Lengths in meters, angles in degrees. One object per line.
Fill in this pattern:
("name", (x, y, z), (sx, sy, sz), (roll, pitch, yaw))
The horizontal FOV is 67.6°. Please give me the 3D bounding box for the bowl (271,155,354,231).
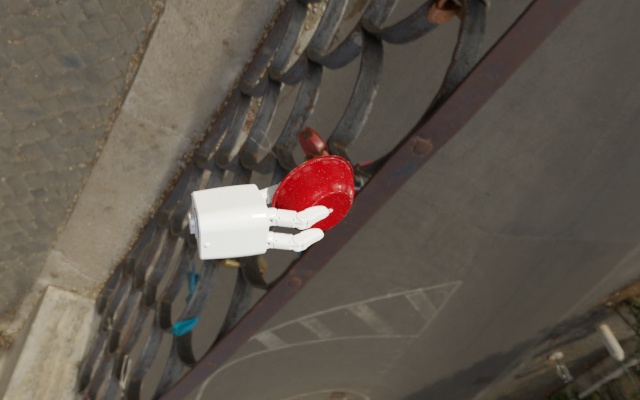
("bowl", (0.002, 0.002, 0.817), (0.162, 0.162, 0.055), (0, 40, -40))
